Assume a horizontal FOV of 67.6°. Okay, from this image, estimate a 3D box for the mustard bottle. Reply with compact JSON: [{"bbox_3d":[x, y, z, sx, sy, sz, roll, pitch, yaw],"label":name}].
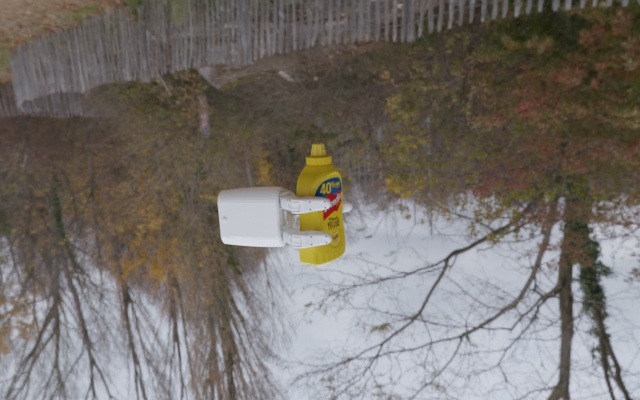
[{"bbox_3d":[0.000,0.003,0.783,0.058,0.192,0.096,5,13,37],"label":"mustard bottle"}]
